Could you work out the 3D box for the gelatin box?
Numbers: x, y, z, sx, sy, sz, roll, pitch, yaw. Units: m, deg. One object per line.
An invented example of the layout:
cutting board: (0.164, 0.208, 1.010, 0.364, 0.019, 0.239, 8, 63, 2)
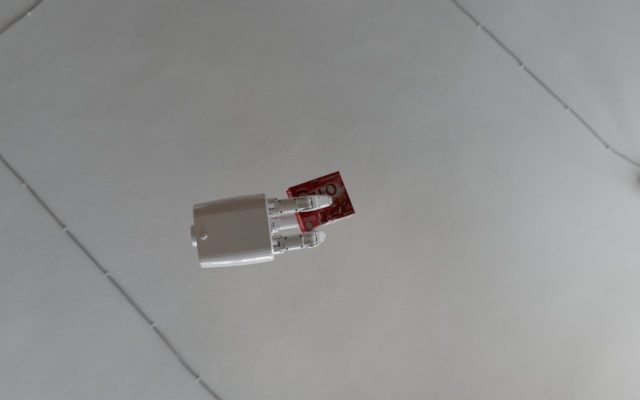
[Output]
gelatin box: (0.000, 0.002, 0.746, 0.089, 0.073, 0.030, -19, -8, -19)
